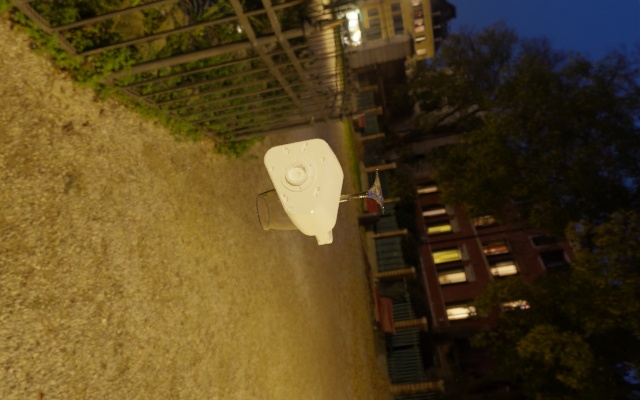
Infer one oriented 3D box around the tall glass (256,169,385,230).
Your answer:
[{"bbox_3d":[0.001,0.003,0.779,0.201,0.079,0.079,-10,-2,8],"label":"tall glass"}]
